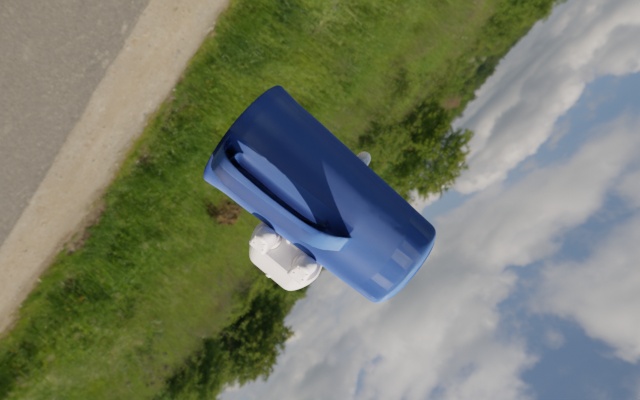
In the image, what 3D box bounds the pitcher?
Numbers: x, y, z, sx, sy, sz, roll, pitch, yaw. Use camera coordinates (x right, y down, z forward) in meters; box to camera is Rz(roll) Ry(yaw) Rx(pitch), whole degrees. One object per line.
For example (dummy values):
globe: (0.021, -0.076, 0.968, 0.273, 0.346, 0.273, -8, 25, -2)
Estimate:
pitcher: (0.000, 0.002, 0.518, 0.243, 0.149, 0.145, 39, -25, 1)
